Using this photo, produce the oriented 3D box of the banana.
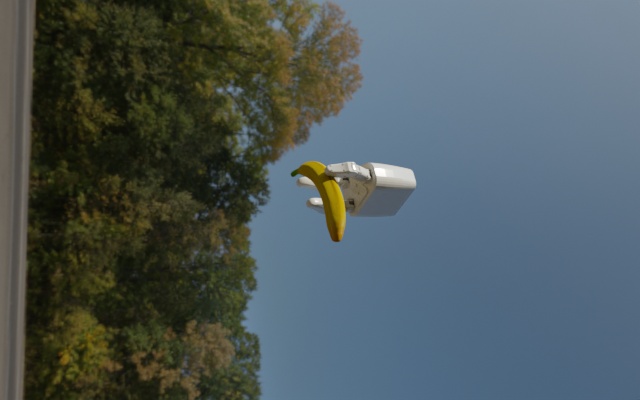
[{"bbox_3d":[0.006,-0.014,0.859,0.037,0.070,0.197,5,37,-34],"label":"banana"}]
